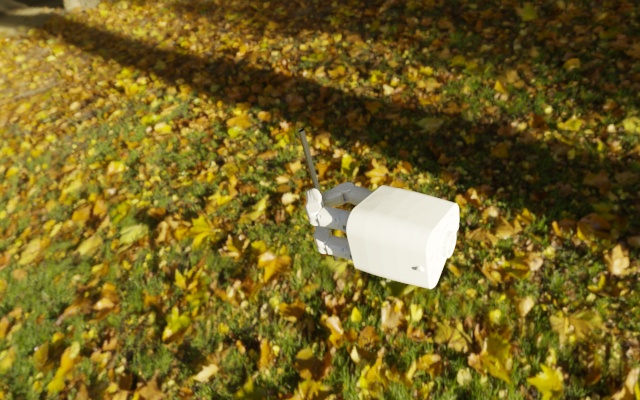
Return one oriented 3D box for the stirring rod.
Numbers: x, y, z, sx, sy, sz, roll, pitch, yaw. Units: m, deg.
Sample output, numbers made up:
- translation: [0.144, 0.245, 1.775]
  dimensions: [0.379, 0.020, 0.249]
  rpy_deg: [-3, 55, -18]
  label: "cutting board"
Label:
- translation: [0.000, 0.002, 0.670]
  dimensions: [0.011, 0.240, 0.011]
  rpy_deg: [-9, 40, 8]
  label: "stirring rod"
